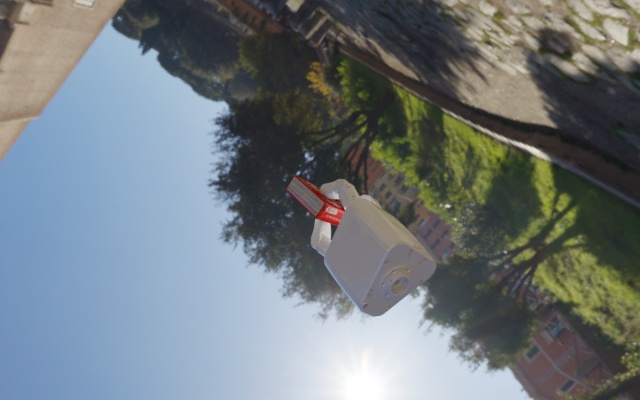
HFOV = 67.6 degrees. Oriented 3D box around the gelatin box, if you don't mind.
[{"bbox_3d":[0.000,0.003,0.730,0.073,0.030,0.089,22,14,-47],"label":"gelatin box"}]
